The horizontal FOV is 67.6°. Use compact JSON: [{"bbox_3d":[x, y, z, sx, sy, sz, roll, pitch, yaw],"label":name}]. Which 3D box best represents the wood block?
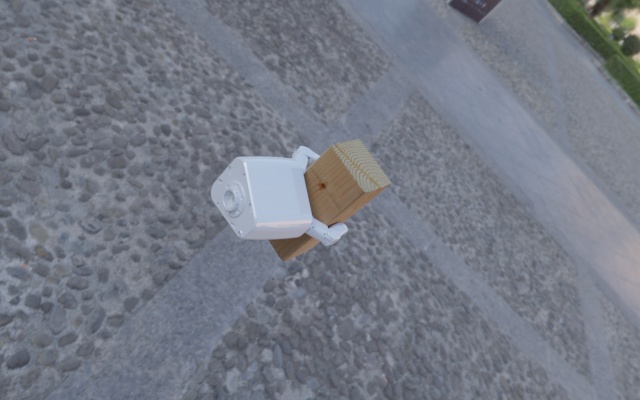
[{"bbox_3d":[0.000,0.003,0.781,0.206,0.091,0.090,-42,-13,34],"label":"wood block"}]
